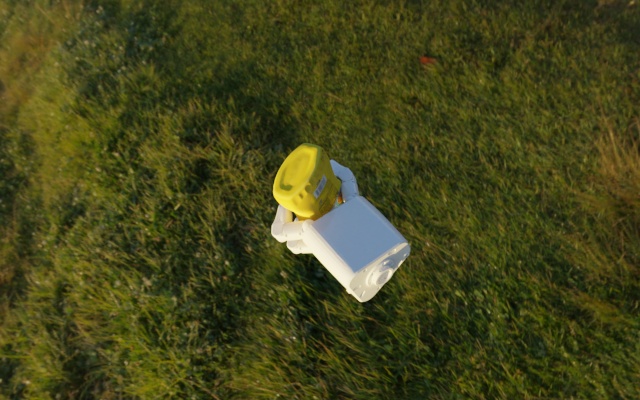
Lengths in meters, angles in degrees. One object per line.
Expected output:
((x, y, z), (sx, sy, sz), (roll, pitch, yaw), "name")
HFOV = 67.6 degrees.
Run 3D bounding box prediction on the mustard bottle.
((0.000, 0.002, 0.734), (0.058, 0.096, 0.192), (17, -21, 30), "mustard bottle")
